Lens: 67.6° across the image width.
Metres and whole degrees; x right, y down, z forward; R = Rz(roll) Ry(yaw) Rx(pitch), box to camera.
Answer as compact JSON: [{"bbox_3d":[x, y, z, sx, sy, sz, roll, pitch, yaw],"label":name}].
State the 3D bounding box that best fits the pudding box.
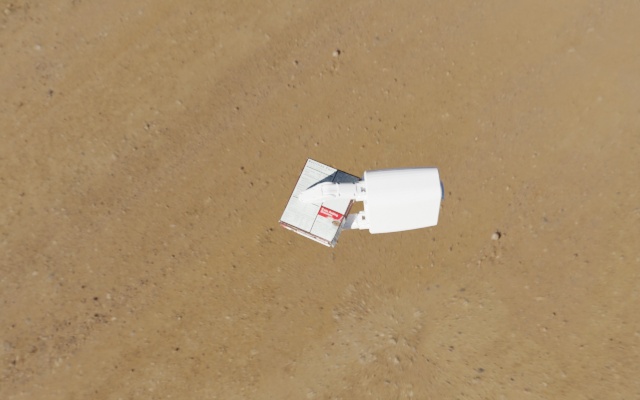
[{"bbox_3d":[0.000,0.002,0.725,0.090,0.113,0.039,22,-13,10],"label":"pudding box"}]
